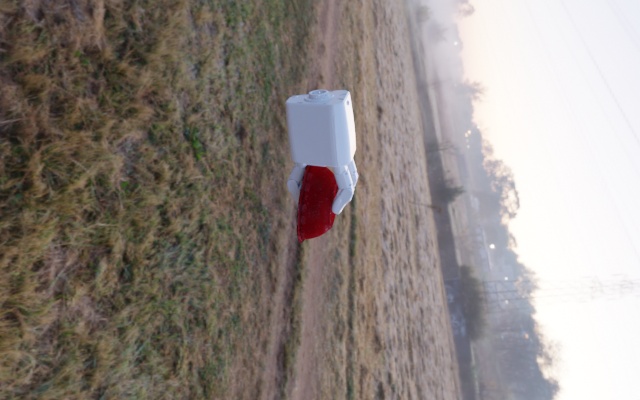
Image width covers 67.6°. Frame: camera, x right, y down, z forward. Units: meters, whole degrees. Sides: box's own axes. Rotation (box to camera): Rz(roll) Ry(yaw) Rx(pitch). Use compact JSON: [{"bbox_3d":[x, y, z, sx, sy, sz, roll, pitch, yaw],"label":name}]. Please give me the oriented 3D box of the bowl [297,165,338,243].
[{"bbox_3d":[0.001,0.004,0.888,0.055,0.162,0.162,9,1,8],"label":"bowl"}]
